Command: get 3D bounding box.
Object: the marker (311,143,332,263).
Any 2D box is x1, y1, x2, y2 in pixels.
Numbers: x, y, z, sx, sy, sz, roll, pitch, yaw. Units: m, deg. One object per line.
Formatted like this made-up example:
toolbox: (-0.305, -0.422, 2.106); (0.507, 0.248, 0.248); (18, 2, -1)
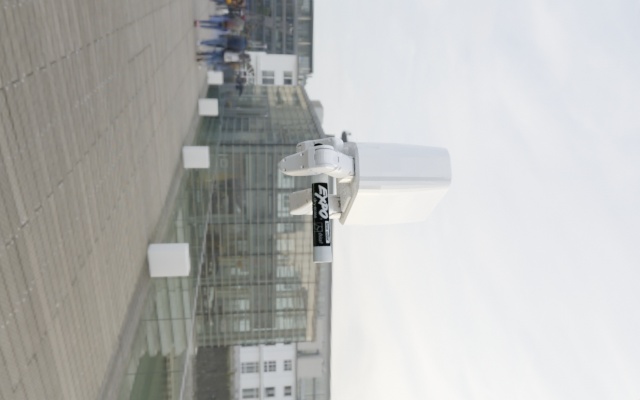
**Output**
marker: (0.000, 0.002, 0.482); (0.020, 0.121, 0.020); (-2, -9, 0)
